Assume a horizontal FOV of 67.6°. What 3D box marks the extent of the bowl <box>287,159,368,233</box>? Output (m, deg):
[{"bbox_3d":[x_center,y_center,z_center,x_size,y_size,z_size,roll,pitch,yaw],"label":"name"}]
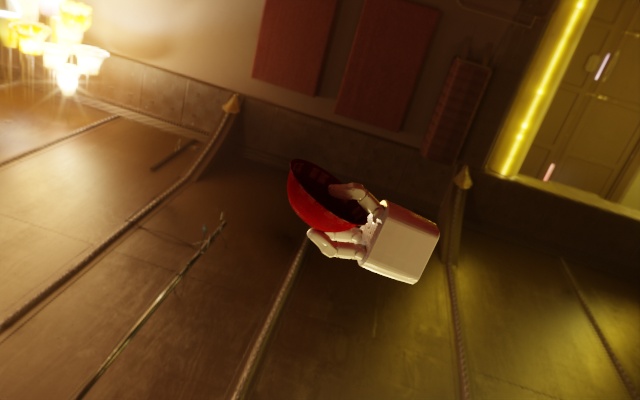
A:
[{"bbox_3d":[-0.001,0.002,0.796,0.162,0.055,0.162,35,20,-15],"label":"bowl"}]
